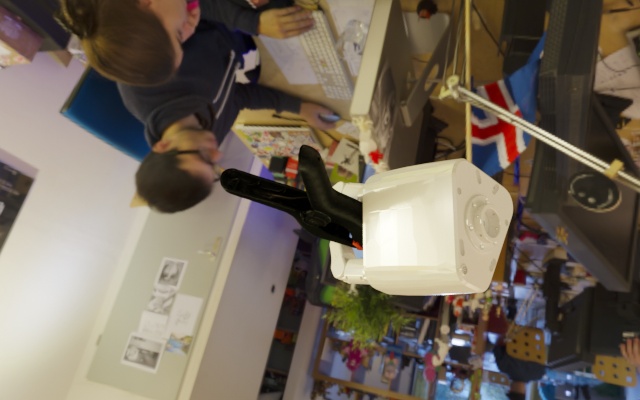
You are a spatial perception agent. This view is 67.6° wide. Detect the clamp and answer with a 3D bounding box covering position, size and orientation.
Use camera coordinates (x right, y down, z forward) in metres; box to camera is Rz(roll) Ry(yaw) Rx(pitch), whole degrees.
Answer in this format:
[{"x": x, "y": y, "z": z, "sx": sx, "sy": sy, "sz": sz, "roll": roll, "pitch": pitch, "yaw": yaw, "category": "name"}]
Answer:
[{"x": 0.000, "y": 0.002, "z": 0.466, "sx": 0.171, "sy": 0.039, "sz": 0.120, "roll": 27, "pitch": -23, "yaw": -32, "category": "clamp"}]
